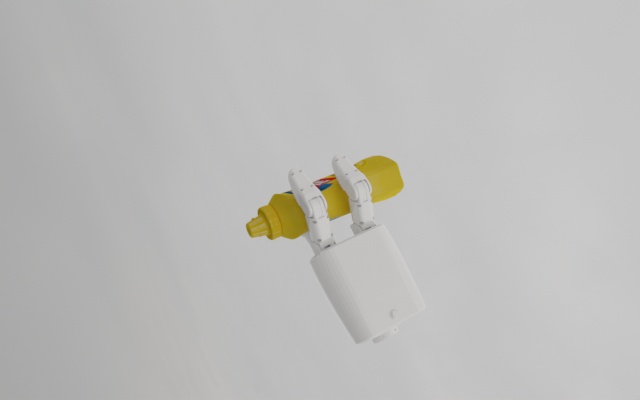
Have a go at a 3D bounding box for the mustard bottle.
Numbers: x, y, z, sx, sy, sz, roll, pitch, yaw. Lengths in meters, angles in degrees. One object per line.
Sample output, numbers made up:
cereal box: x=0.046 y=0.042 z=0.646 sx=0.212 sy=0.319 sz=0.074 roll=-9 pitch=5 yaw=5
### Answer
mustard bottle: x=0.000 y=0.001 z=0.580 sx=0.191 sy=0.058 sz=0.096 roll=-23 pitch=11 yaw=-23
